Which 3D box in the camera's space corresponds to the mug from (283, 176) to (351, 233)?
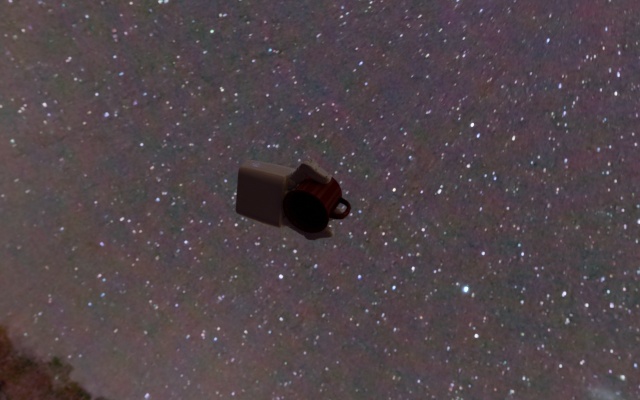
[{"bbox_3d":[0.002,0.003,0.882,0.117,0.093,0.081,15,38,20],"label":"mug"}]
